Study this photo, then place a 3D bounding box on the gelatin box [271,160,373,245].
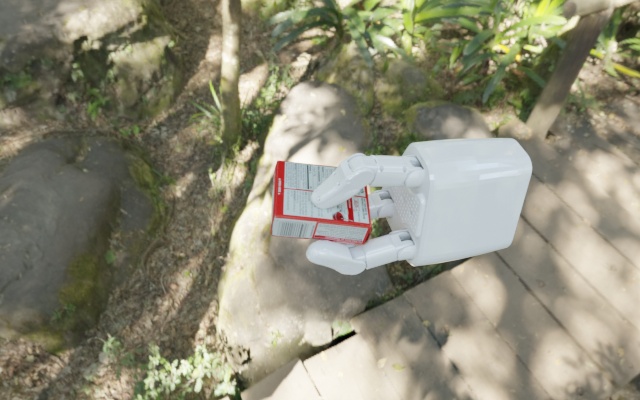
[{"bbox_3d":[0.000,0.001,0.441,0.089,0.073,0.030,6,-44,-9],"label":"gelatin box"}]
